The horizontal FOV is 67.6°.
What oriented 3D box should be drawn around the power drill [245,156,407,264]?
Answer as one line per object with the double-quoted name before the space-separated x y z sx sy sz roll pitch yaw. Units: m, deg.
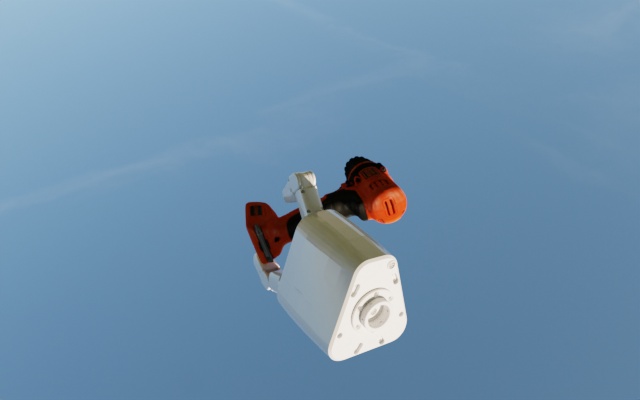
"power drill" 0.000 0.002 0.603 0.187 0.057 0.184 -22 18 -1
